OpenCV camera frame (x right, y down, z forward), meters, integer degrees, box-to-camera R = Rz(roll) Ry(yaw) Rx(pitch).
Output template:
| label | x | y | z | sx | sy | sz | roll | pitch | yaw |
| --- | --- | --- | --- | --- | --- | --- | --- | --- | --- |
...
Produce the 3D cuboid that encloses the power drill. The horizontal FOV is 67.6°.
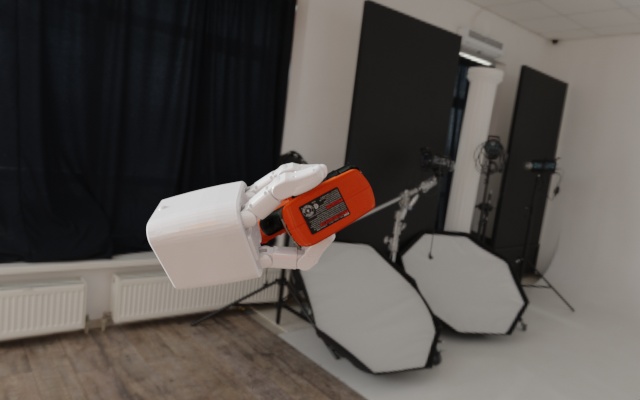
| label | x | y | z | sx | sy | sz | roll | pitch | yaw |
| --- | --- | --- | --- | --- | --- | --- | --- | --- | --- |
| power drill | 0.000 | 0.002 | 0.615 | 0.184 | 0.057 | 0.187 | -31 | 6 | -14 |
